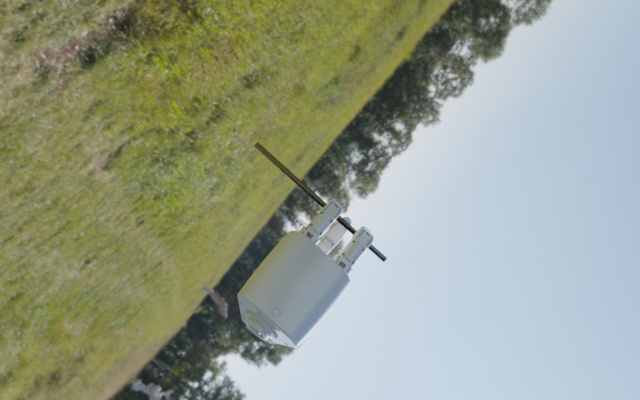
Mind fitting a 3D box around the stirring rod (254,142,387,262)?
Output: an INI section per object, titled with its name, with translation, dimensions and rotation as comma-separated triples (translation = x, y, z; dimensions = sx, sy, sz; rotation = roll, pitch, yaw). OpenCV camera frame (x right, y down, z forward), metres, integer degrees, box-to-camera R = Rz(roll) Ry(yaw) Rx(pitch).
[stirring rod]
translation = 0.000, 0.002, 0.661
dimensions = 0.239, 0.011, 0.011
rotation = 42, 0, 0
